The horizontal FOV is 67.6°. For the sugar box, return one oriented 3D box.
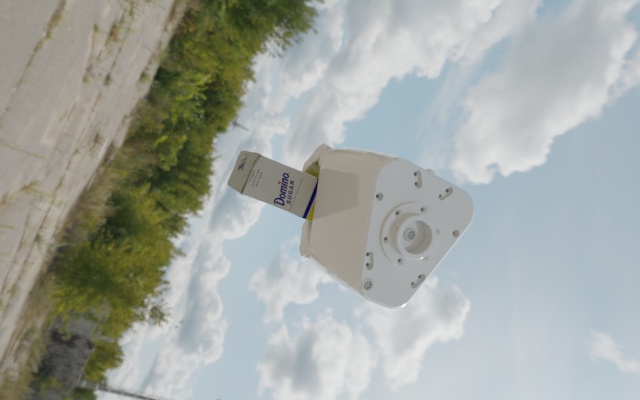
[{"bbox_3d":[0.000,0.001,0.483,0.176,0.048,0.093,25,-1,-20],"label":"sugar box"}]
